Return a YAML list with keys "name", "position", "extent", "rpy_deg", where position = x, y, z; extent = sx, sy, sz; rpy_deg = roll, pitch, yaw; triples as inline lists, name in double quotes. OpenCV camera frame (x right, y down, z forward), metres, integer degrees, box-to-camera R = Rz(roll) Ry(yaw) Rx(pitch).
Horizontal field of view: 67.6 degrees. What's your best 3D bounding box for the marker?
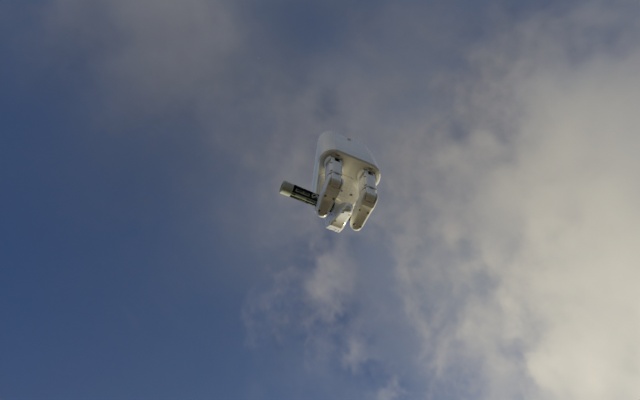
- name: "marker"
  position: [0.000, 0.002, 0.681]
  extent: [0.121, 0.020, 0.020]
  rpy_deg: [22, -5, -13]
